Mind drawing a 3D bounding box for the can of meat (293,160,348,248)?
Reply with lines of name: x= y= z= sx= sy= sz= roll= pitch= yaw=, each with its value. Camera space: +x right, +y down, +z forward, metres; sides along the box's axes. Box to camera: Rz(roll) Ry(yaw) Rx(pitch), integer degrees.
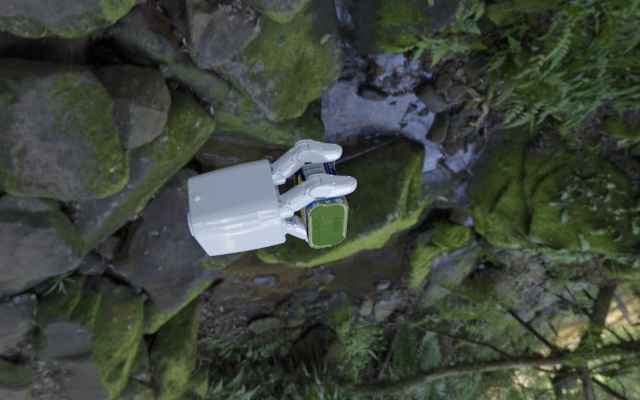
can of meat: x=0.000 y=0.002 z=0.633 sx=0.057 sy=0.084 sz=0.102 roll=-10 pitch=-37 yaw=-8
